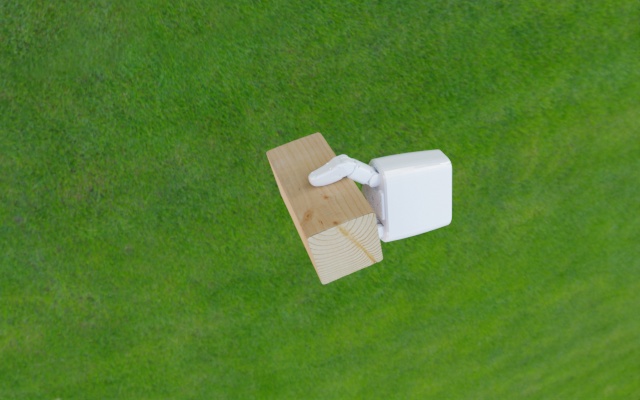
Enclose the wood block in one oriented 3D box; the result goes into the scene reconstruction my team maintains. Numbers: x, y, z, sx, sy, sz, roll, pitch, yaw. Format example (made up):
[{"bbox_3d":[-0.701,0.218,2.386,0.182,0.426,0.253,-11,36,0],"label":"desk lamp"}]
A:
[{"bbox_3d":[0.000,0.002,0.670,0.090,0.091,0.206,-21,40,-7],"label":"wood block"}]
